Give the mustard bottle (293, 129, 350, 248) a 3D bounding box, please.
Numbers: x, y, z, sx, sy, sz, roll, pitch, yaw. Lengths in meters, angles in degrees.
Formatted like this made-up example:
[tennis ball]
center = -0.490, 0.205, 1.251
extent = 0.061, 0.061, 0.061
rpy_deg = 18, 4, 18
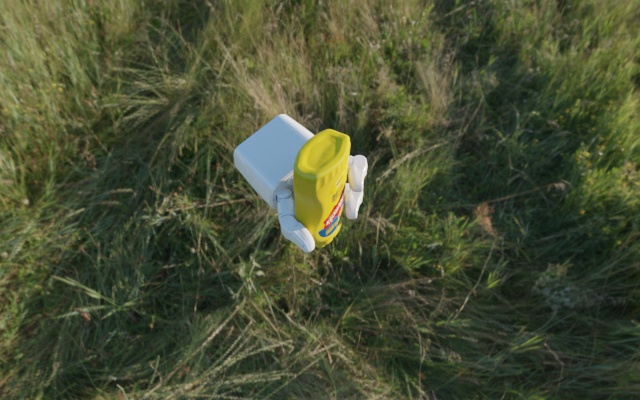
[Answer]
[mustard bottle]
center = 0.000, 0.002, 0.658
extent = 0.058, 0.096, 0.192
rpy_deg = 22, -39, 16
